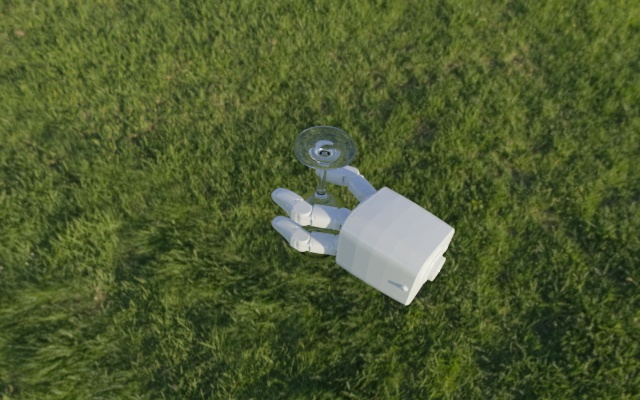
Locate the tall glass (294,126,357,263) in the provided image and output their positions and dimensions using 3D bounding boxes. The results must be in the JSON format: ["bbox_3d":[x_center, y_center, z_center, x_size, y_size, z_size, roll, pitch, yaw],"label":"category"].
[{"bbox_3d":[0.000,0.002,0.633,0.079,0.079,0.201,0,-40,-5],"label":"tall glass"}]
